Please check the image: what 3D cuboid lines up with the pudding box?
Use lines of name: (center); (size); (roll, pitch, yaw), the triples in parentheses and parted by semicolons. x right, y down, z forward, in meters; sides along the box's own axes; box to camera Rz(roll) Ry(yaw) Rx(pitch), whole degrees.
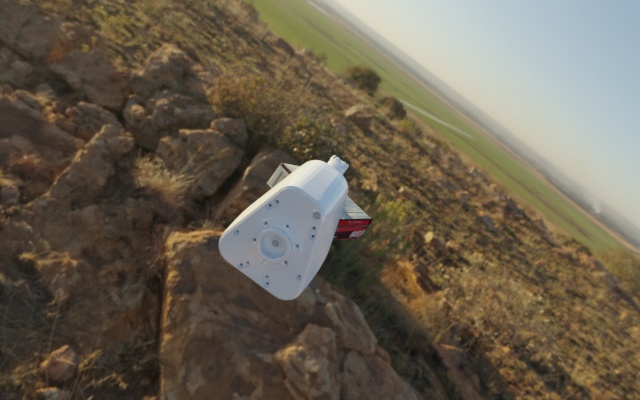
pudding box: (0.000, 0.002, 0.607); (0.113, 0.039, 0.090); (47, 22, 27)
